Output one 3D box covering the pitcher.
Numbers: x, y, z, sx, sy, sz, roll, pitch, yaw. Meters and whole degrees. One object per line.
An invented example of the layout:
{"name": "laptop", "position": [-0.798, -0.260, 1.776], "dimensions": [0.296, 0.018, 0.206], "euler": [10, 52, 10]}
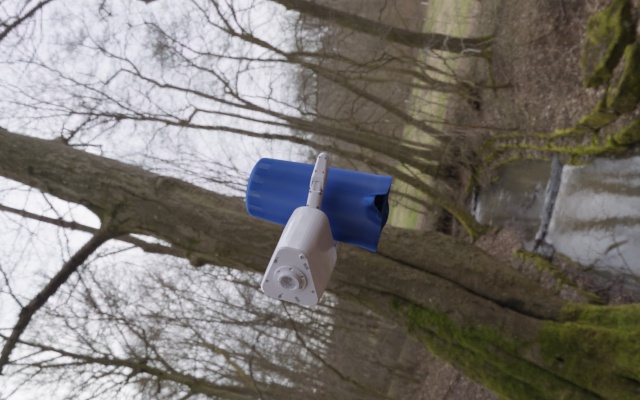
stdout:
{"name": "pitcher", "position": [0.000, 0.003, 0.845], "dimensions": [0.243, 0.149, 0.145], "euler": [13, 33, 8]}
